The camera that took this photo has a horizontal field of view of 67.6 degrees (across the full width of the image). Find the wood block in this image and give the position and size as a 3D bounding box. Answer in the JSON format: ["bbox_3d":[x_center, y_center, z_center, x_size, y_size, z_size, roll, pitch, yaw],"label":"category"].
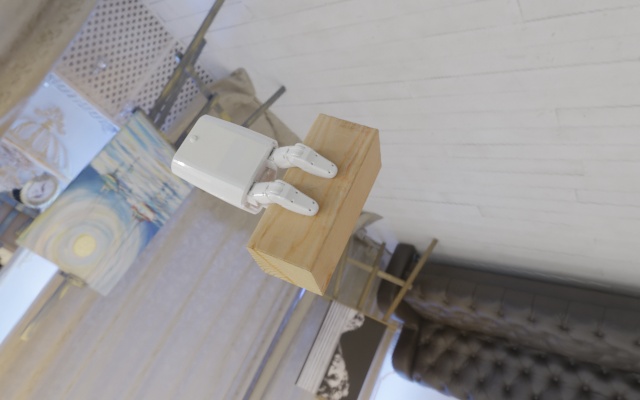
[{"bbox_3d":[0.000,0.002,0.618,0.090,0.206,0.091,19,-24,18],"label":"wood block"}]
